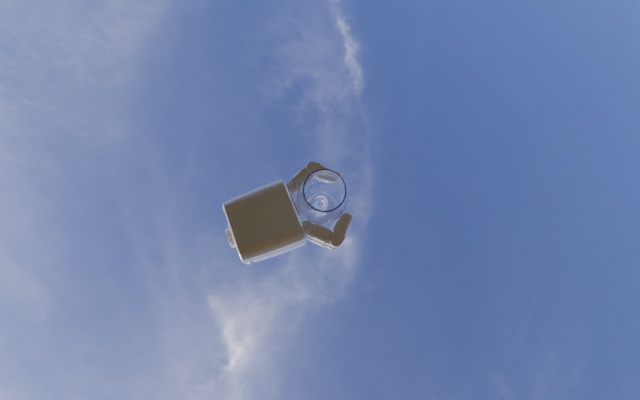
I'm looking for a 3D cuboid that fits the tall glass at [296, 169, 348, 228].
[{"bbox_3d":[0.000,0.003,0.766,0.079,0.079,0.201,0,-10,-4],"label":"tall glass"}]
